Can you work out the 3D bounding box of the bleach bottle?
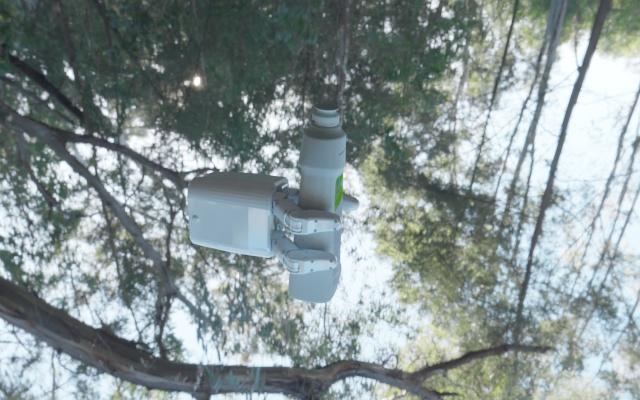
[{"bbox_3d":[0.000,0.002,0.602,0.068,0.251,0.102,8,27,6],"label":"bleach bottle"}]
